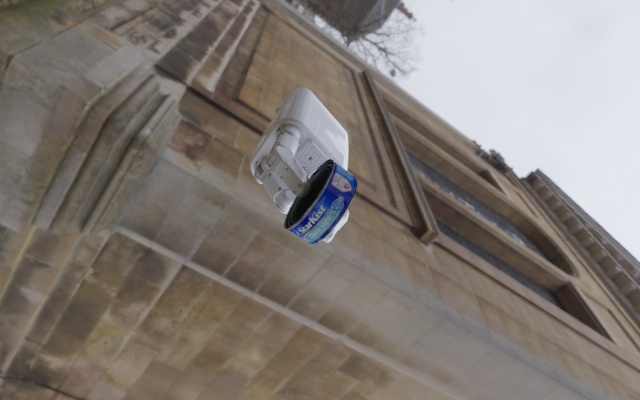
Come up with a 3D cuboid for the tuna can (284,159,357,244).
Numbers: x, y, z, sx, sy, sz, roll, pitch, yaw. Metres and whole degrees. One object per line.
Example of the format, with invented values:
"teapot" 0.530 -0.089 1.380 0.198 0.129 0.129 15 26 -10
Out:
"tuna can" 0.001 0.002 0.494 0.034 0.086 0.086 34 -9 -14
